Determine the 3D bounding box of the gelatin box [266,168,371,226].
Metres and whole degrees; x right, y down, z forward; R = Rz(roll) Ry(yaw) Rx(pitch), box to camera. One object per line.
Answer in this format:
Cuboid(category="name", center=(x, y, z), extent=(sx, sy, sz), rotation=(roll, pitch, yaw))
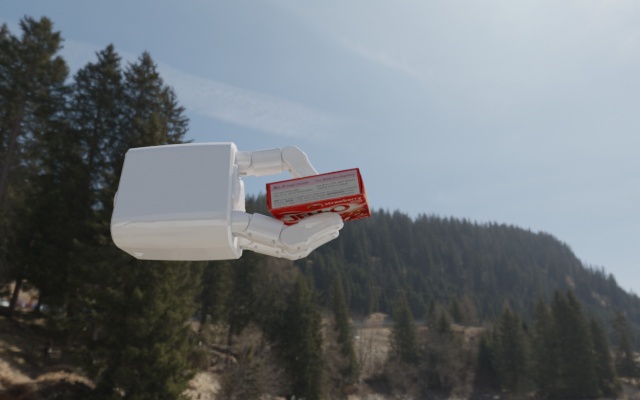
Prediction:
Cuboid(category="gelatin box", center=(0.000, 0.001, 0.456), extent=(0.089, 0.030, 0.073), rotation=(-10, -19, 8))
